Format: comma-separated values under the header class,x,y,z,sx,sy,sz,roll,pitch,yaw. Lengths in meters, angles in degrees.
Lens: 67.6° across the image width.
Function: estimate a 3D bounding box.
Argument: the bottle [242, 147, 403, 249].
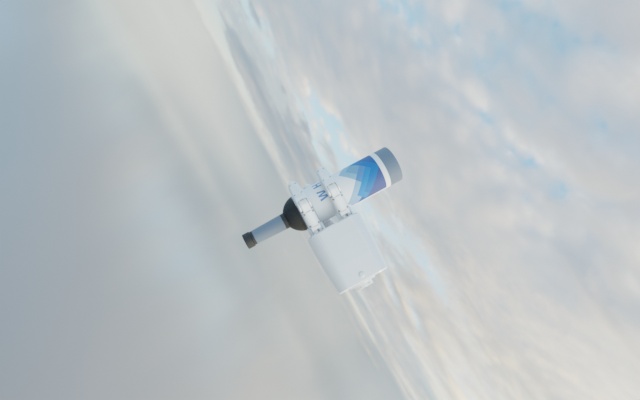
class,x,y,z,sx,sy,sz,roll,pitch,yaw
bottle,0.000,0.003,0.836,0.295,0.069,0.069,-28,3,-6
